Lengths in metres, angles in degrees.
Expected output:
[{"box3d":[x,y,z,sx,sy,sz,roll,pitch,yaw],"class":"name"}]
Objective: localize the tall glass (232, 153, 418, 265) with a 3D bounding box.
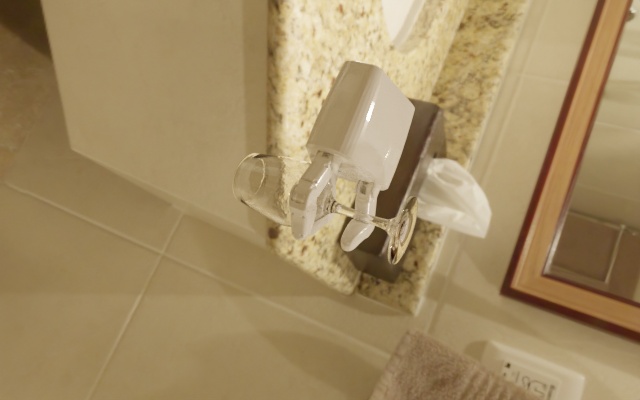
[{"box3d":[0.001,0.002,0.529,0.201,0.079,0.079,18,8,24],"class":"tall glass"}]
